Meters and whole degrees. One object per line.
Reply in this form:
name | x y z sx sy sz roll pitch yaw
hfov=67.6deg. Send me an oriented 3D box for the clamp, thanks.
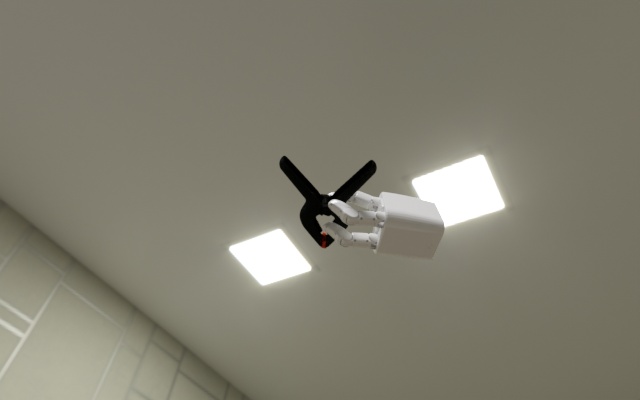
clamp | 0.000 0.003 0.865 0.164 0.210 0.036 9 41 -3
